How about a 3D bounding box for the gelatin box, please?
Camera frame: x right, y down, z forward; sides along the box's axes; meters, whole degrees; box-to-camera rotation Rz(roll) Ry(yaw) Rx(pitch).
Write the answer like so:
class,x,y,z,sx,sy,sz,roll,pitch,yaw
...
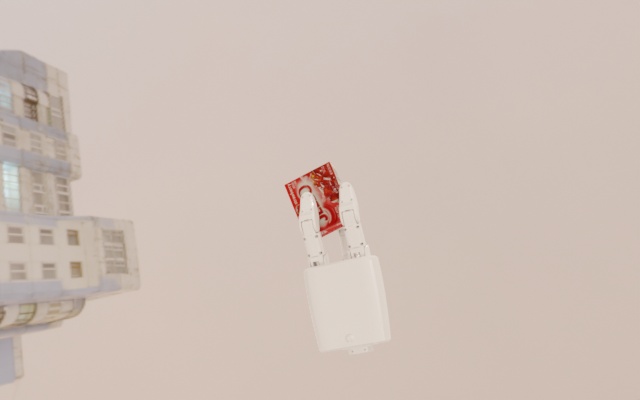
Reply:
class,x,y,z,sx,sy,sz,roll,pitch,yaw
gelatin box,0.000,0.002,0.659,0.073,0.089,0.030,-27,-23,11
